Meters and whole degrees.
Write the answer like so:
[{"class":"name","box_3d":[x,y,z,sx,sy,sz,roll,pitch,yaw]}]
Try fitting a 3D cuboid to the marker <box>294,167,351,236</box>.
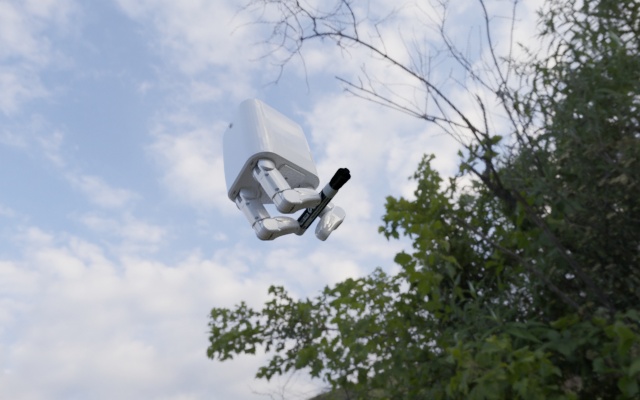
[{"class":"marker","box_3d":[0.000,0.002,0.589,0.020,0.020,0.121,0,-38,-40]}]
